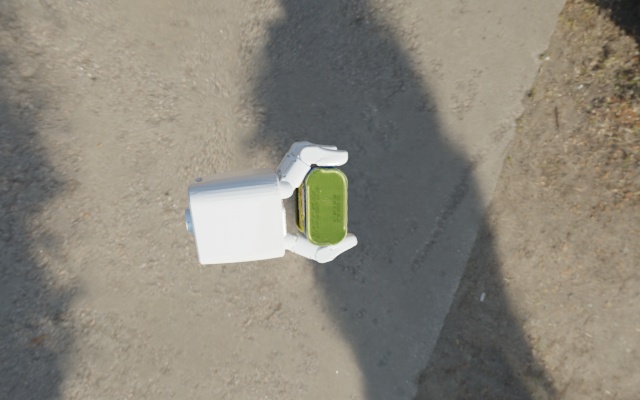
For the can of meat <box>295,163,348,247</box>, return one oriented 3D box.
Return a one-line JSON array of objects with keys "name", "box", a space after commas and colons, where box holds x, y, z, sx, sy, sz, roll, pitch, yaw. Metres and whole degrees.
[{"name": "can of meat", "box": [0.000, 0.002, 0.613, 0.057, 0.102, 0.084, -3, 10, -10]}]
